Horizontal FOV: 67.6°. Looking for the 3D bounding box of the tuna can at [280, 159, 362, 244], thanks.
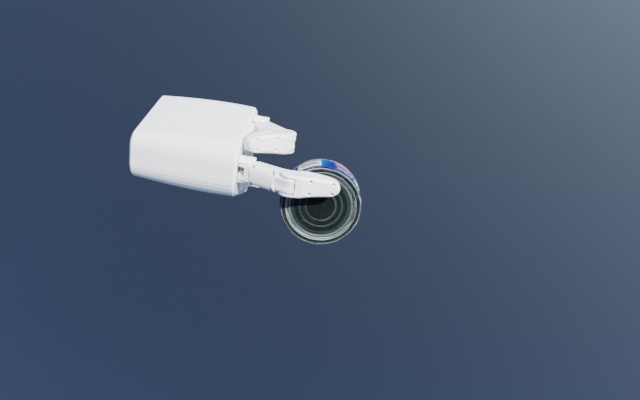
[{"bbox_3d":[0.000,0.002,0.500,0.086,0.086,0.033,0,18,-1],"label":"tuna can"}]
